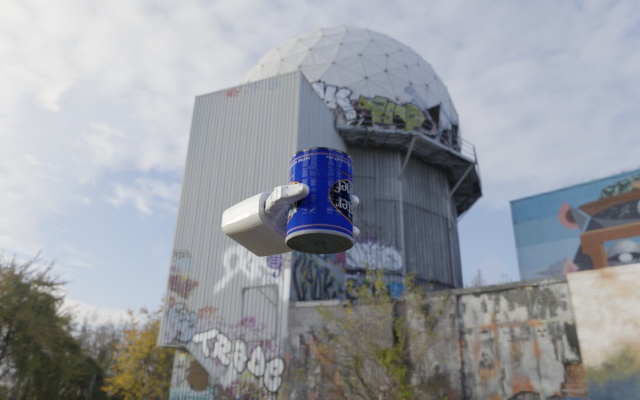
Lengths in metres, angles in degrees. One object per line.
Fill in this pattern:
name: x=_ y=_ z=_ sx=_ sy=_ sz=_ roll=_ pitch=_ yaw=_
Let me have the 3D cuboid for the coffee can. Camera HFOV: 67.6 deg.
coffee can: x=0.000 y=0.003 z=0.745 sx=0.103 sy=0.140 sz=0.103 roll=1 pitch=-23 yaw=0
